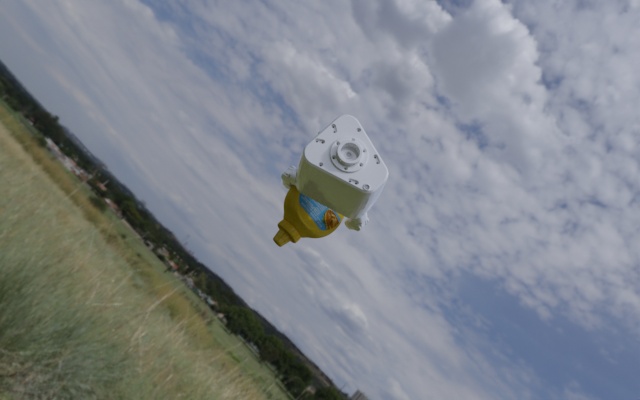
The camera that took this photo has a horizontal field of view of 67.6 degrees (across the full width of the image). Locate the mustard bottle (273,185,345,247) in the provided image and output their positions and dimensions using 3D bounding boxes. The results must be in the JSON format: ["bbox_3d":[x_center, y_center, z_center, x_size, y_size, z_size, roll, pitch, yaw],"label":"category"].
[{"bbox_3d":[0.000,0.002,0.754,0.191,0.096,0.058,-43,16,-17],"label":"mustard bottle"}]
